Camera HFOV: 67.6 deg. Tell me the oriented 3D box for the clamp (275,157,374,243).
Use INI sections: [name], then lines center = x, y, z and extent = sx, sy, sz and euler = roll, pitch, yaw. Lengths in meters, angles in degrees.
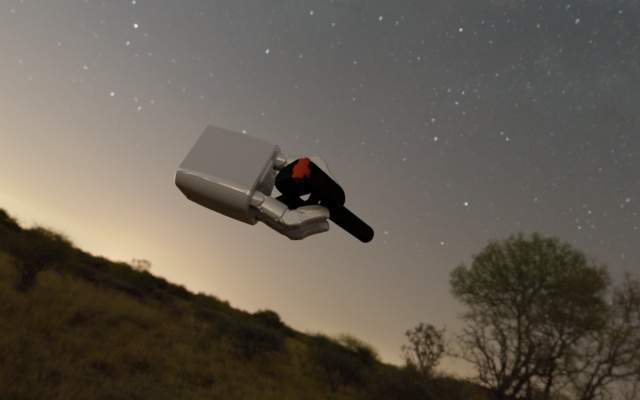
[clamp]
center = 0.000, 0.001, 0.643
extent = 0.164, 0.036, 0.210
euler = 19, -17, 7
